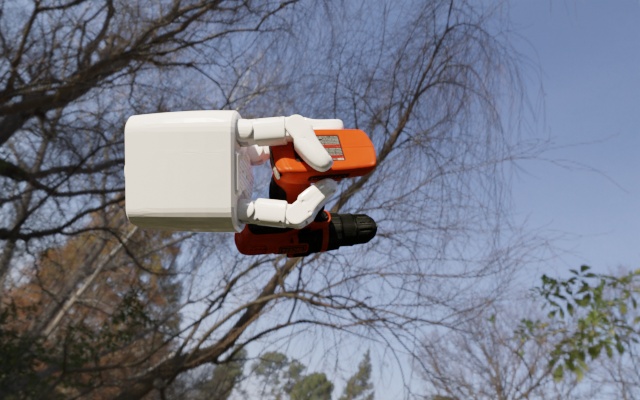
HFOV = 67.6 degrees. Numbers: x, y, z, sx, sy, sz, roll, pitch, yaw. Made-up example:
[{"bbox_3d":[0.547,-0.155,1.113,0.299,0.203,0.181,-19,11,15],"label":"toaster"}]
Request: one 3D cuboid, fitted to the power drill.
[{"bbox_3d":[0.000,0.001,0.546,0.184,0.057,0.188,-4,-36,-19],"label":"power drill"}]
